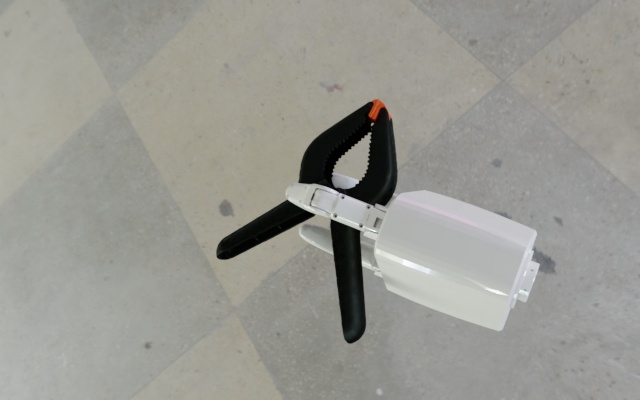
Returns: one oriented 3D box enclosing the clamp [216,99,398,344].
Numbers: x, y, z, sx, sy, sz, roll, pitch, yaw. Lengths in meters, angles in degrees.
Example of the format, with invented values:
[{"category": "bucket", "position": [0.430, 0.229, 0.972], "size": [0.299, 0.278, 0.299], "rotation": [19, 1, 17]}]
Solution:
[{"category": "clamp", "position": [0.000, 0.001, 0.443], "size": [0.164, 0.210, 0.036], "rotation": [20, -5, 23]}]
